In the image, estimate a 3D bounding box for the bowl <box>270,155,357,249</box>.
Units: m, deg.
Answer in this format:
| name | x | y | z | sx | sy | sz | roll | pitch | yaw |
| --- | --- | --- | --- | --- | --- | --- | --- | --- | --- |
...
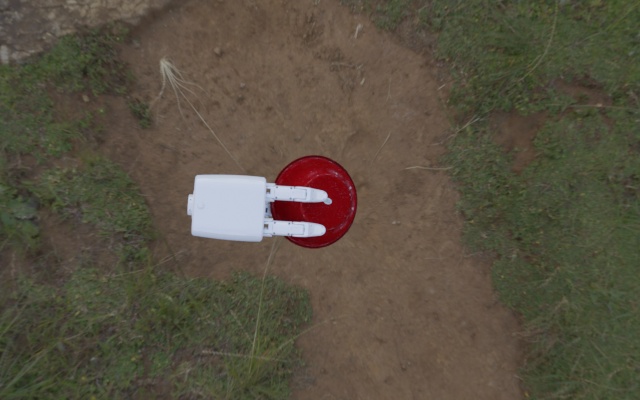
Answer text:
| name | x | y | z | sx | sy | sz | roll | pitch | yaw |
| --- | --- | --- | --- | --- | --- | --- | --- | --- | --- |
| bowl | 0.002 | 0.002 | 0.800 | 0.162 | 0.162 | 0.055 | 0 | 0 | -22 |
